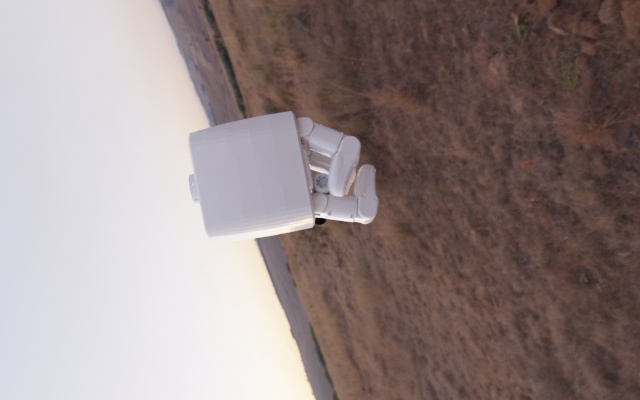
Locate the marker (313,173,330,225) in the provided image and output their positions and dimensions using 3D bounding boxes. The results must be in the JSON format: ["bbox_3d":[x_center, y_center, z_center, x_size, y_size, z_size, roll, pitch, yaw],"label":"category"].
[{"bbox_3d":[0.000,0.002,0.523,0.020,0.020,0.121,0,-20,-2],"label":"marker"}]
